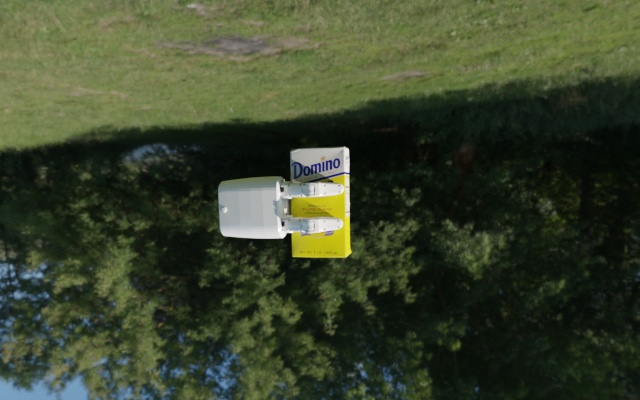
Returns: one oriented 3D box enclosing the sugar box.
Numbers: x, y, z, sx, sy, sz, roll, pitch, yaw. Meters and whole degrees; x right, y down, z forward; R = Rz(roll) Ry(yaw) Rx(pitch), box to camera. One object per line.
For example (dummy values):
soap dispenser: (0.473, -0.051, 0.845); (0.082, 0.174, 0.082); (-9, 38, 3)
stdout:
sugar box: (0.000, 0.003, 0.779); (0.093, 0.176, 0.048); (-2, 3, 13)
